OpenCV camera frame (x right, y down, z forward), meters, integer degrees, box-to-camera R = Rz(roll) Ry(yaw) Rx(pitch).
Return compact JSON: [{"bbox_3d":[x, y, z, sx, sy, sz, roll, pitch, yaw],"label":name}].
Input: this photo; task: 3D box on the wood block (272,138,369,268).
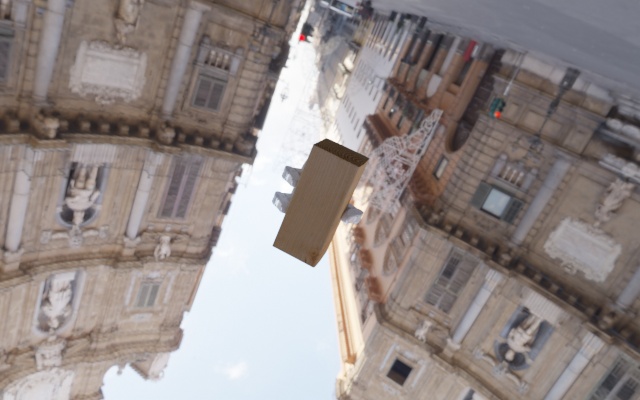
[{"bbox_3d":[0.000,0.003,0.867,0.091,0.206,0.090,26,21,9],"label":"wood block"}]
